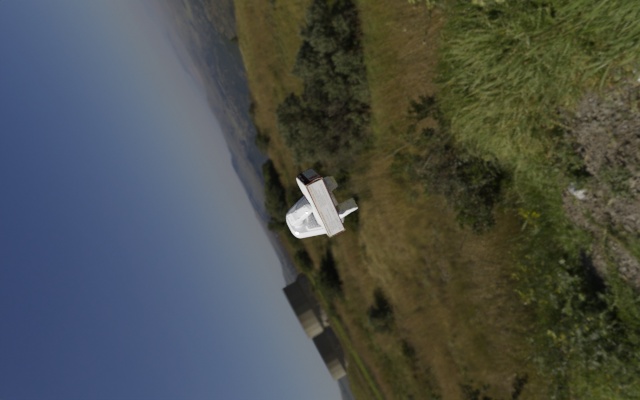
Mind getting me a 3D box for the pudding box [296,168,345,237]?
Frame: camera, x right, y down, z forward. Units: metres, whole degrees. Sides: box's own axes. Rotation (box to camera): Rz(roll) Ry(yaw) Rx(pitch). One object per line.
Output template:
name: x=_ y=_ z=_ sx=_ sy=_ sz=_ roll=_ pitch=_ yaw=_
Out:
pudding box: x=0.000 y=0.003 z=0.892 sx=0.039 sy=0.113 sz=0.090 roll=-29 pitch=20 yaw=-6
